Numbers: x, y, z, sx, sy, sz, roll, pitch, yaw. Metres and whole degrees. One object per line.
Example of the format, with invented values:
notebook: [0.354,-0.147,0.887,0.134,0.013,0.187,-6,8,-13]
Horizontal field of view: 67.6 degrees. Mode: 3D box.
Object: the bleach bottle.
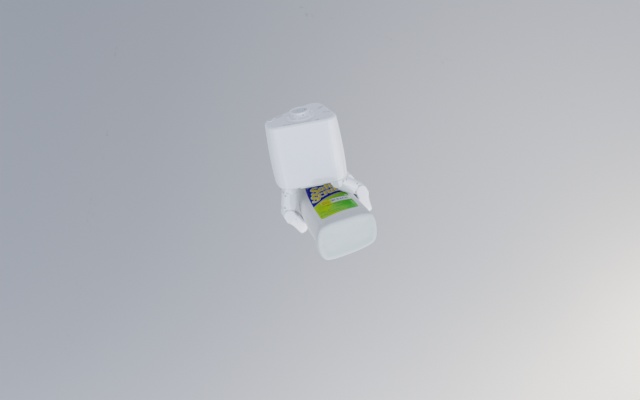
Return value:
bleach bottle: [0.000,0.003,0.829,0.102,0.068,0.250,-18,30,-14]
